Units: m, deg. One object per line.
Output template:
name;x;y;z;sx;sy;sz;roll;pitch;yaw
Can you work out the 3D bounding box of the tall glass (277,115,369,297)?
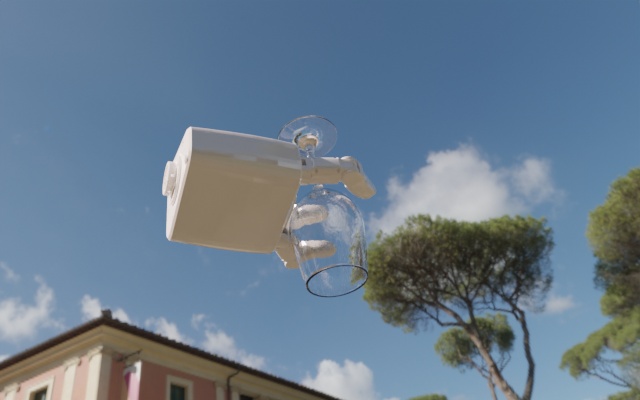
tall glass;0.000;0.001;0.520;0.079;0.201;0.079;-8;-38;-6
